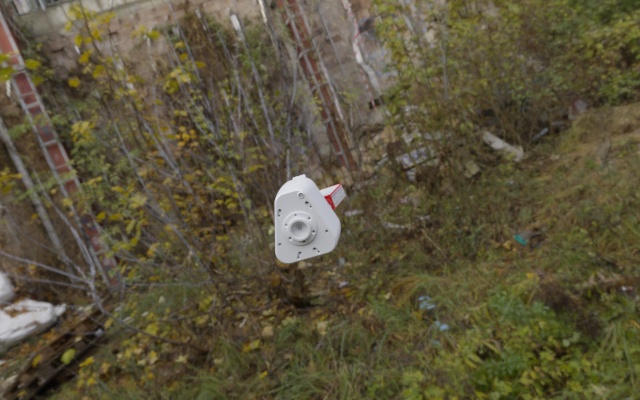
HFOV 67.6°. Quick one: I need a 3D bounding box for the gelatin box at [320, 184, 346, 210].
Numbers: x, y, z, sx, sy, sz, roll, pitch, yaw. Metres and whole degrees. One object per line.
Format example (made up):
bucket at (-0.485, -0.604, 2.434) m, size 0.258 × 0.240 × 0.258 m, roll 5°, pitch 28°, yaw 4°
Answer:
gelatin box at (0.000, 0.002, 0.861) m, size 0.073 × 0.030 × 0.089 m, roll -19°, pitch 10°, yaw 19°
